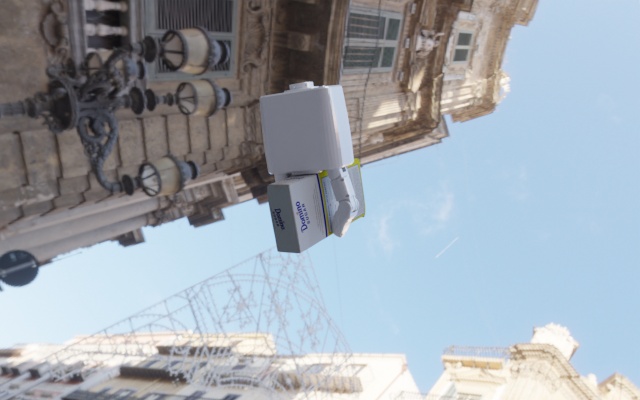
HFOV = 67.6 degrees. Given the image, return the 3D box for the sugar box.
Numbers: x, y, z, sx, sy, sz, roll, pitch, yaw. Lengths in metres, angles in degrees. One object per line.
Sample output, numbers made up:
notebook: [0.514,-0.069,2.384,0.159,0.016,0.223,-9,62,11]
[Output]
sugar box: [0.000,0.002,0.673,0.048,0.093,0.176,0,14,38]
